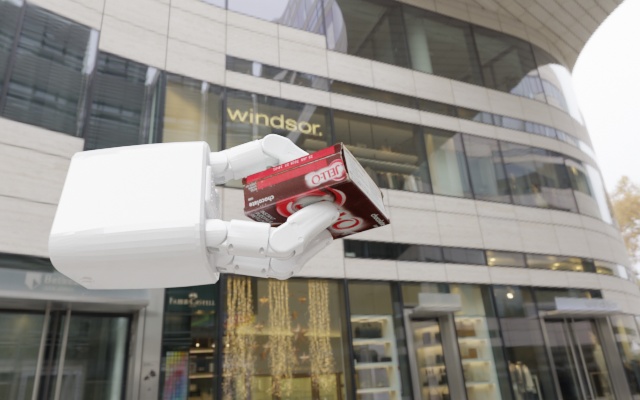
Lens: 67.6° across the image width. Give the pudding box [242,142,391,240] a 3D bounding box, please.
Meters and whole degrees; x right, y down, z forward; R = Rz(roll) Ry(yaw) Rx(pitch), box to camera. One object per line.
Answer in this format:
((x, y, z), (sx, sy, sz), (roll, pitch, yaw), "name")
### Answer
((0.000, 0.001, 0.408), (0.090, 0.039, 0.113), (-17, -23, 19), "pudding box")
